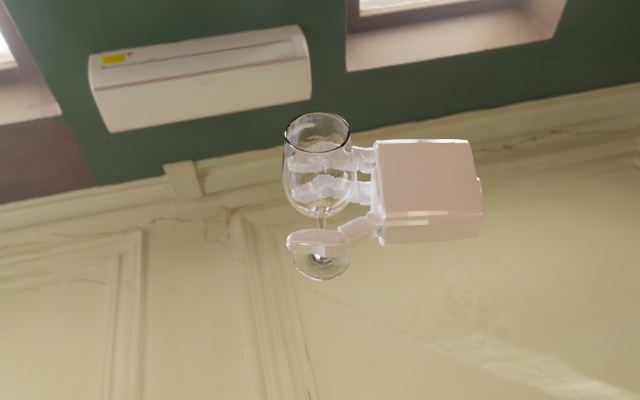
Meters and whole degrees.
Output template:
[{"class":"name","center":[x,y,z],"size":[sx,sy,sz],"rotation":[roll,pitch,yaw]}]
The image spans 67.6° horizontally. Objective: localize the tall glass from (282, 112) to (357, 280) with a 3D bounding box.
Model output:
[{"class":"tall glass","center":[0.000,0.002,0.523],"size":[0.079,0.079,0.201],"rotation":[0,-42,3]}]
